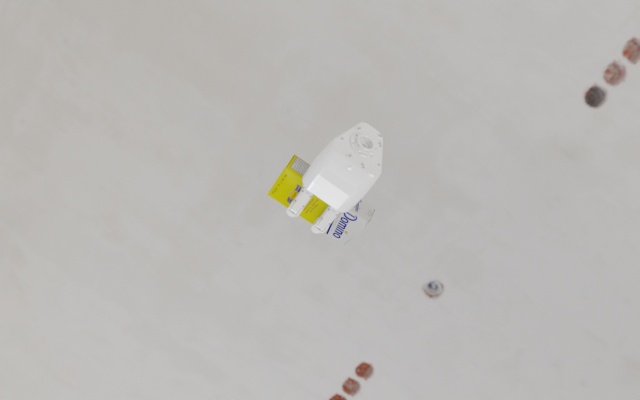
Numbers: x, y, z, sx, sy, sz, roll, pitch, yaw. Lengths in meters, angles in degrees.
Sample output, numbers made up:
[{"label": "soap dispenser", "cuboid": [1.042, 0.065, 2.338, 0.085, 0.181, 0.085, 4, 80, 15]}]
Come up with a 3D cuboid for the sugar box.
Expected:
[{"label": "sugar box", "cuboid": [0.000, 0.003, 0.864, 0.176, 0.048, 0.093, 35, -42, -5]}]
